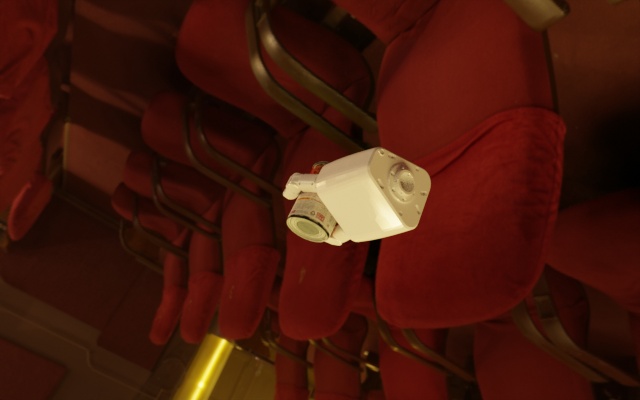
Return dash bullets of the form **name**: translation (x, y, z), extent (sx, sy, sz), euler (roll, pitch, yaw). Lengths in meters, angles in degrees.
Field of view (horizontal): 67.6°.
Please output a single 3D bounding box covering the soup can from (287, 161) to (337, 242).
- **soup can**: translation (0.000, 0.003, 0.709), extent (0.068, 0.102, 0.068), euler (19, -28, 11)
